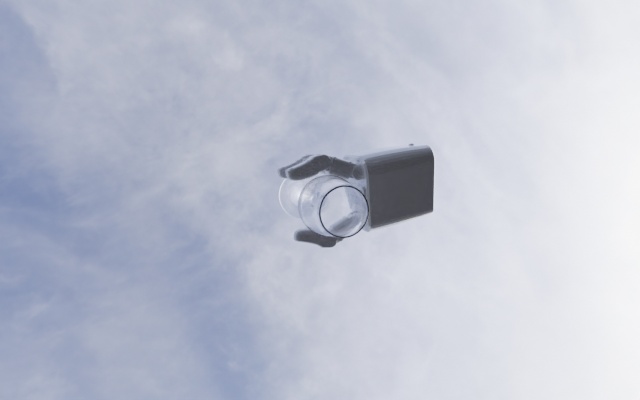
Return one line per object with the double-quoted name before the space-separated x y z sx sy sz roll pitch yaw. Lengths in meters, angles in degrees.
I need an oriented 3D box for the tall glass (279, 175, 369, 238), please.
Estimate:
"tall glass" 0.000 0.002 0.645 0.079 0.079 0.201 0 7 -16
